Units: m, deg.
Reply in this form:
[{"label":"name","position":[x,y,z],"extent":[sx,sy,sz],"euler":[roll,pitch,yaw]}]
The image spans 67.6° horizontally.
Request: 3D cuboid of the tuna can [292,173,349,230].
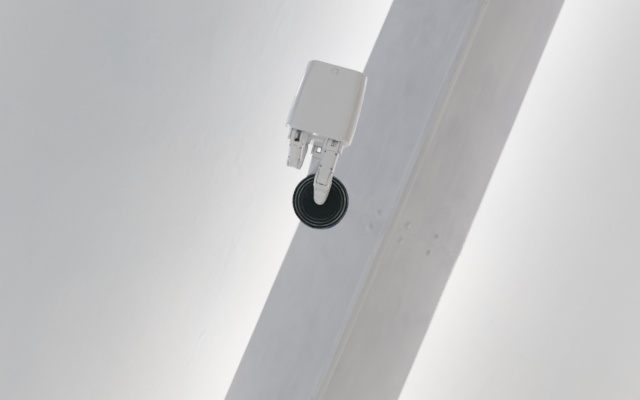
[{"label":"tuna can","position":[0.000,0.003,0.733],"extent":[0.086,0.086,0.034],"euler":[0,-8,2]}]
